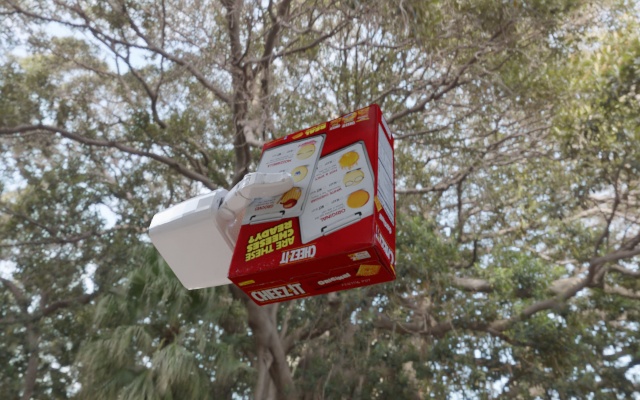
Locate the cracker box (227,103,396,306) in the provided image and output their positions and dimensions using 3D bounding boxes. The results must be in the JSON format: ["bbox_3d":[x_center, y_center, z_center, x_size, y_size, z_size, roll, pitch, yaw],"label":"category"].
[{"bbox_3d":[0.000,0.002,0.544,0.164,0.213,0.072,-16,-47,23],"label":"cracker box"}]
